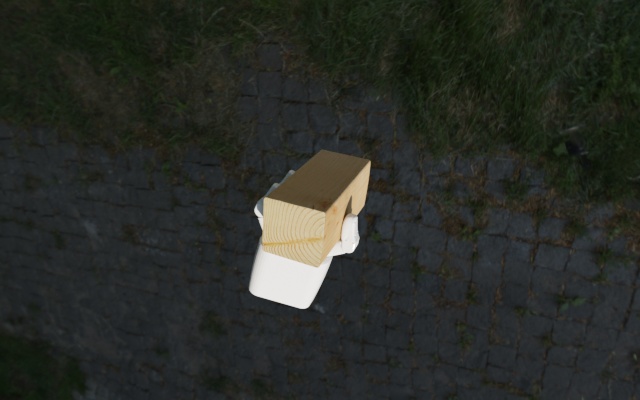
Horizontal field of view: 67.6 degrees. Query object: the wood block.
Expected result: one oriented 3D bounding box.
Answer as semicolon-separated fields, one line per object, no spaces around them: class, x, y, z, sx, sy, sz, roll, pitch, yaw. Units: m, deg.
wood block;0.000;0.003;0.728;0.091;0.090;0.206;15;29;17
